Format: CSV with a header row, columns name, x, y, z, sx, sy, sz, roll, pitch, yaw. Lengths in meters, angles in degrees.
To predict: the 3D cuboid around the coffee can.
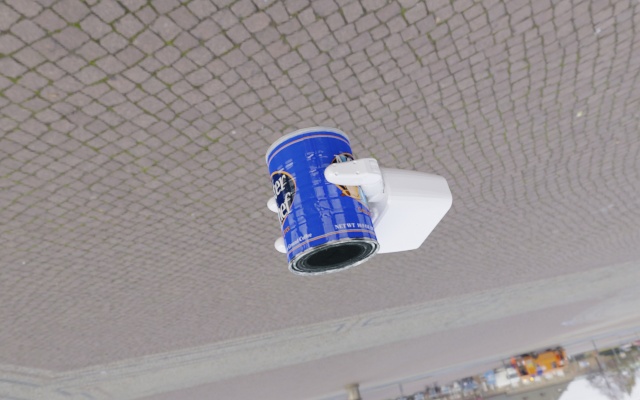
name,x,y,z,sx,sy,sz,roll,pitch,yaw
coffee can,0.000,0.002,0.545,0.103,0.140,0.103,-12,-24,-5
